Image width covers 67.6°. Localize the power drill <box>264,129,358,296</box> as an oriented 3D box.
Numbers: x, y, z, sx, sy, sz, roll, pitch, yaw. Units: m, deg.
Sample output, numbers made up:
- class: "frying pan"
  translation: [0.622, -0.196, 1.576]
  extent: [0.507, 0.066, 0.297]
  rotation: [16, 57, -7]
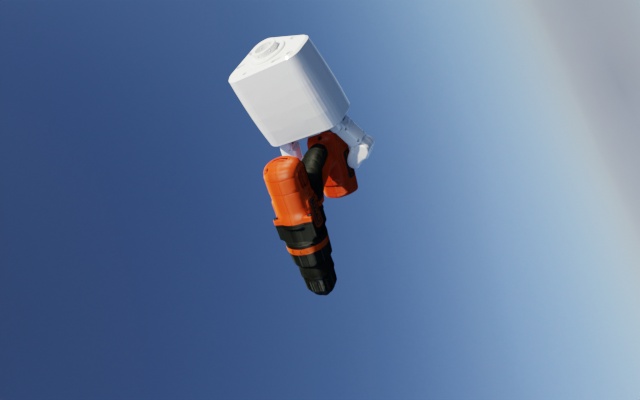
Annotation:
- class: "power drill"
  translation: [0.000, 0.002, 0.617]
  extent: [0.057, 0.184, 0.187]
  rotation: [-6, 27, 20]
